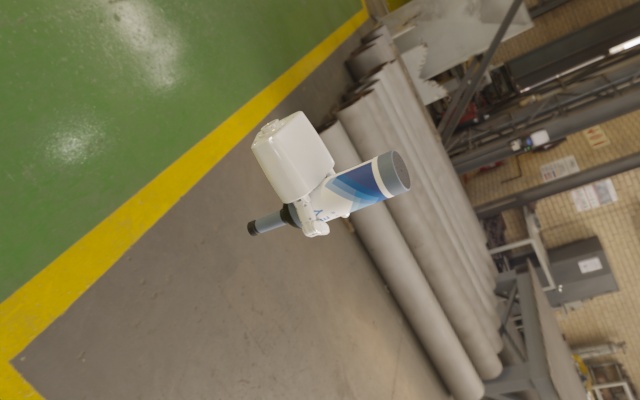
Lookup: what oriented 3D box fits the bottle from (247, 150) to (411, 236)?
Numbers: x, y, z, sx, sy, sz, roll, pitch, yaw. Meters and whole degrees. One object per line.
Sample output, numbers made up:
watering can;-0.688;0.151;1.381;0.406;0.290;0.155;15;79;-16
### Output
bottle;0.000;0.003;0.788;0.296;0.069;0.069;-22;-10;26
